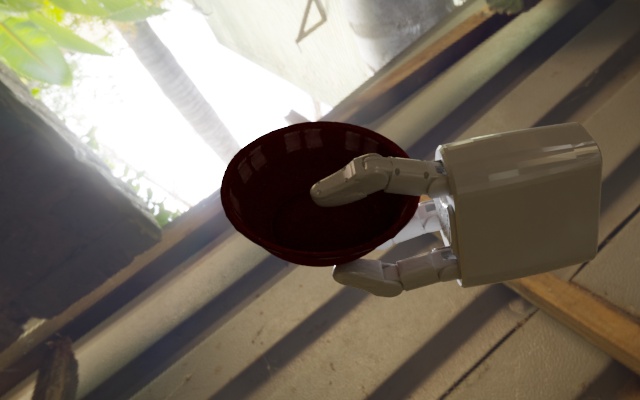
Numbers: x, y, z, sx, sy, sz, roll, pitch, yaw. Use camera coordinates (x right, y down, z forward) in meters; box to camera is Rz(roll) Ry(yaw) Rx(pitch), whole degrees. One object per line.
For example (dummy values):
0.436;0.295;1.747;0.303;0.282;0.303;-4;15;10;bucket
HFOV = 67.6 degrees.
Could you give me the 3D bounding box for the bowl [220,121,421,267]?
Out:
-0.001;0.001;0.404;0.162;0.055;0.162;0;45;0;bowl
